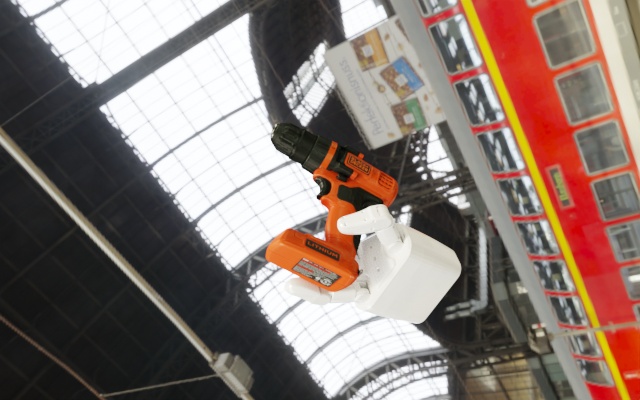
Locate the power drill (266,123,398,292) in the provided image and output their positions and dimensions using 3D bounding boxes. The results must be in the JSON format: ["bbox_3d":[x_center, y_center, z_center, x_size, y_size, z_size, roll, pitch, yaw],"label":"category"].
[{"bbox_3d":[0.000,0.002,0.584,0.184,0.187,0.057,27,-38,-9],"label":"power drill"}]
